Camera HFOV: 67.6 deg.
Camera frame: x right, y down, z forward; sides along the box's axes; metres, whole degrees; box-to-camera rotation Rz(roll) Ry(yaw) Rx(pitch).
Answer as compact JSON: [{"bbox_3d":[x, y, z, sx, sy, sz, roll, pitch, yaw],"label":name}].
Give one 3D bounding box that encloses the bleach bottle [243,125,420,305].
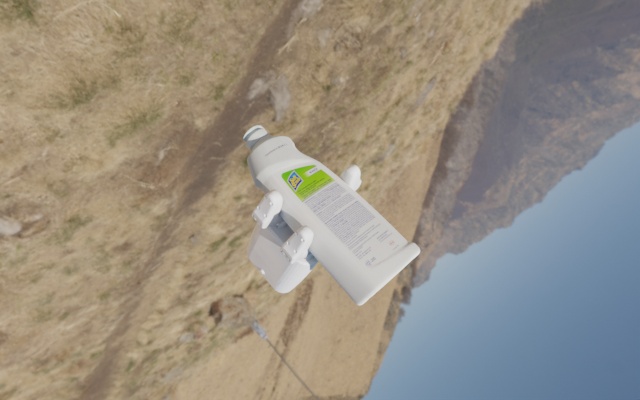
[{"bbox_3d":[0.000,0.002,0.587,0.102,0.251,0.068,-32,-15,-38],"label":"bleach bottle"}]
